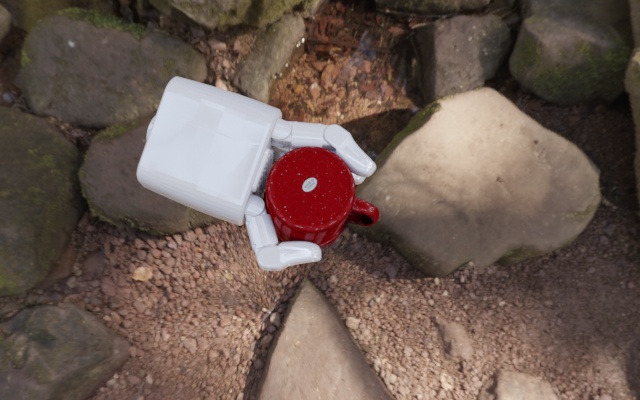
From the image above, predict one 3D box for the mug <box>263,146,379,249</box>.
[{"bbox_3d":[0.001,0.002,0.462,0.117,0.093,0.081,18,-14,0],"label":"mug"}]
